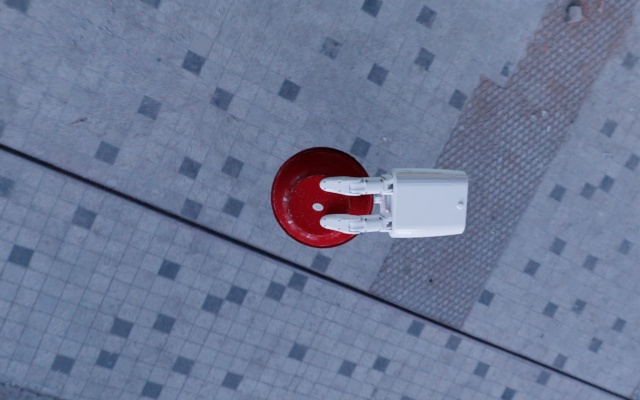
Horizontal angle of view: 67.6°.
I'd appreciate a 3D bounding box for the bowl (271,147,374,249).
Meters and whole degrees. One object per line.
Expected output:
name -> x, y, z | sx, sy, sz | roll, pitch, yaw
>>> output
bowl -> -0.001, 0.003, 0.716 | 0.162, 0.162, 0.055 | 0, 12, 5
